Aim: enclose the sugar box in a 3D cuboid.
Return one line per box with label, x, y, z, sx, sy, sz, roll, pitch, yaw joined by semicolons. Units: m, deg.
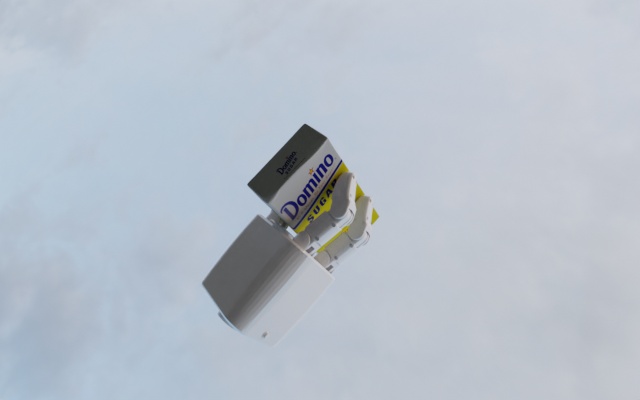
sugar box;0.000;0.002;0.553;0.048;0.093;0.176;38;-7;36
